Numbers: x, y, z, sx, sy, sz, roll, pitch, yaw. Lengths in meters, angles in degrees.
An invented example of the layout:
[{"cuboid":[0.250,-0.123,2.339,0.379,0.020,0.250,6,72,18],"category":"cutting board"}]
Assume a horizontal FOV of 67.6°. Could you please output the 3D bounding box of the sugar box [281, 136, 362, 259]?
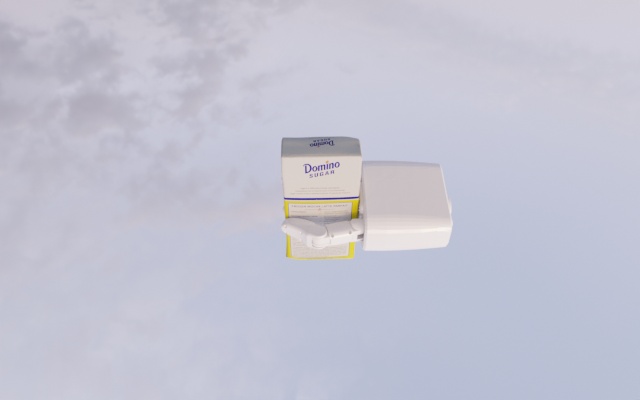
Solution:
[{"cuboid":[0.000,0.002,0.599,0.093,0.176,0.048,0,41,-2],"category":"sugar box"}]
